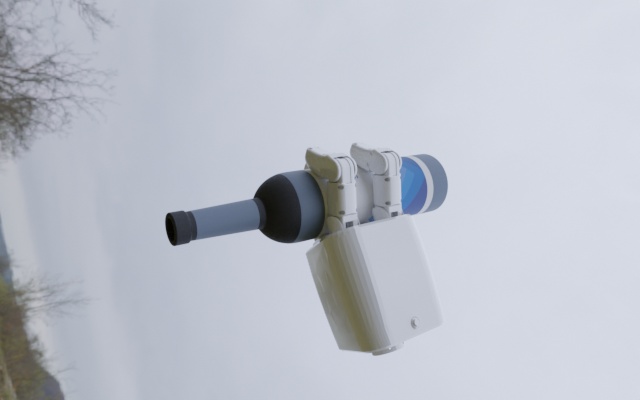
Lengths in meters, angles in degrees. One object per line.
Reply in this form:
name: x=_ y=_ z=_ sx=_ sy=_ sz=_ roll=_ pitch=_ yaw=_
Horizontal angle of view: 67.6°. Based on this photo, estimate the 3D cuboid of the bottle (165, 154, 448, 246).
bottle: x=0.000 y=0.001 z=0.463 sx=0.295 sy=0.069 sz=0.069 roll=-10 pitch=6 yaw=-34
